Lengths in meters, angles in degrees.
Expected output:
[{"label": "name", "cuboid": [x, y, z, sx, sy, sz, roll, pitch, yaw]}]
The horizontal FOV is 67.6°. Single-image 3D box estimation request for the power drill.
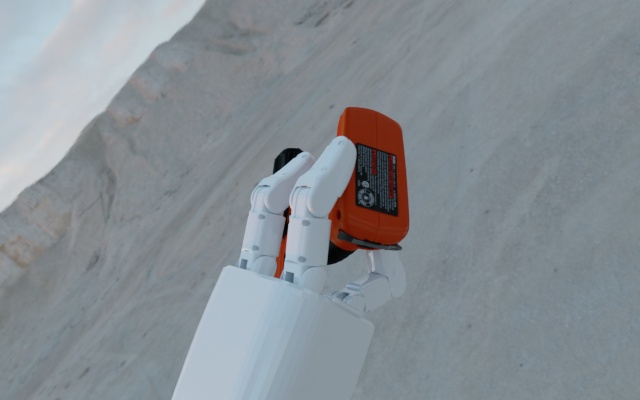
[{"label": "power drill", "cuboid": [0.000, 0.001, 0.416, 0.057, 0.184, 0.188, 11, -29, -22]}]
